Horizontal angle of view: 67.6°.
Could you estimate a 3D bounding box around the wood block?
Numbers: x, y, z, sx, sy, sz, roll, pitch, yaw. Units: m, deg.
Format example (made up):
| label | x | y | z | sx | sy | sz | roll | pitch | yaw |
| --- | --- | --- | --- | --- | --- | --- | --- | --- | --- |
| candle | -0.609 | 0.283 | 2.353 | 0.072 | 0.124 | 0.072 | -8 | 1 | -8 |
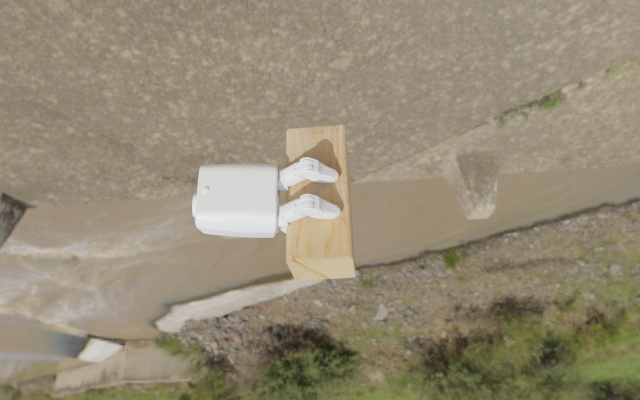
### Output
| label | x | y | z | sx | sy | sz | roll | pitch | yaw |
| --- | --- | --- | --- | --- | --- | --- | --- | --- | --- |
| wood block | 0.000 | 0.003 | 0.697 | 0.090 | 0.206 | 0.091 | -4 | -26 | 4 |
